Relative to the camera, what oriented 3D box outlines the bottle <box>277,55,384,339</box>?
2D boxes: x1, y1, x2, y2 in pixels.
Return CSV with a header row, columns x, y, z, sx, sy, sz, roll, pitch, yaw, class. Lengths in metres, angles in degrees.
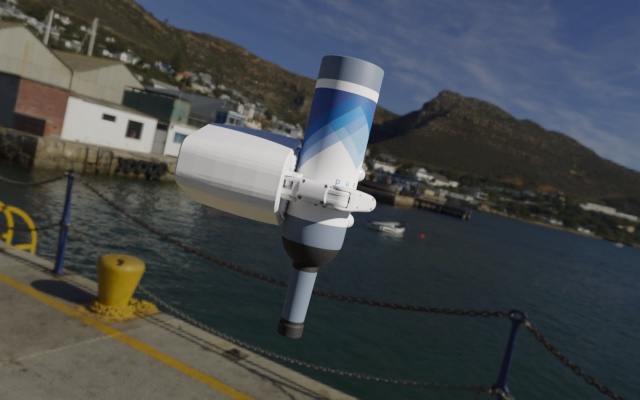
x,y,z,sx,sy,sz,roll,pitch,yaw,class
0.000,0.001,0.508,0.069,0.296,0.069,13,4,-1,bottle
